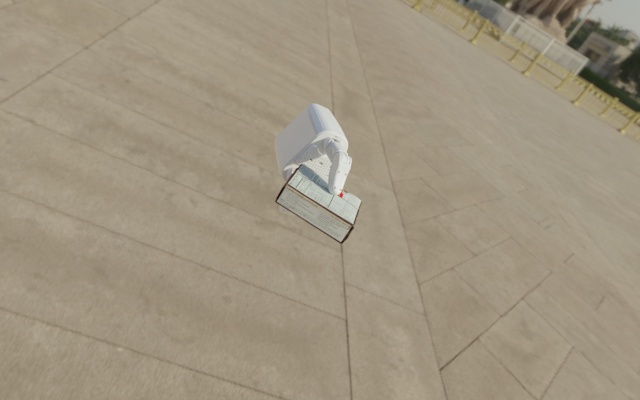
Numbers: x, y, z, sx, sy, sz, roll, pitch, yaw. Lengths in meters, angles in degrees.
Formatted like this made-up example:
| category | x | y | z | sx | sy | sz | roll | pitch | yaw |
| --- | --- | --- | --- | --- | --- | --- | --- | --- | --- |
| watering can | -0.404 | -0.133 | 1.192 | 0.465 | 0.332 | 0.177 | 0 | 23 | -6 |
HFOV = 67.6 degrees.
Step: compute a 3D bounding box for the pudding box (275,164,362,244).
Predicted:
| category | x | y | z | sx | sy | sz | roll | pitch | yaw |
| --- | --- | --- | --- | --- | --- | --- | --- | --- | --- |
| pudding box | 0.000 | 0.002 | 0.682 | 0.113 | 0.039 | 0.090 | 31 | 26 | -1 |
